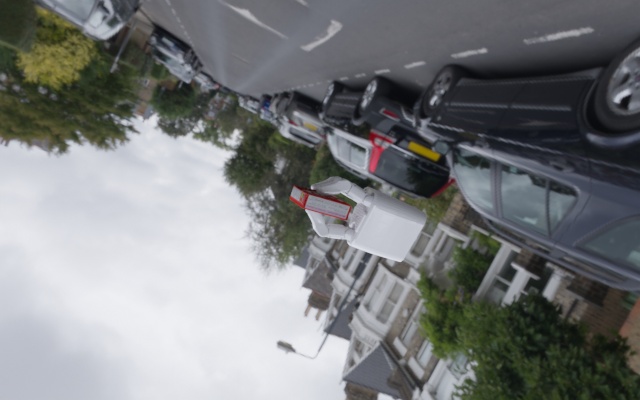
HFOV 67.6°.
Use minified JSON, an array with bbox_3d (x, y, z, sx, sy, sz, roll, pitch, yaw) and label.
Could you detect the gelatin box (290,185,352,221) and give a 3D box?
[{"bbox_3d":[0.000,0.003,0.835,0.089,0.030,0.073,15,7,-25],"label":"gelatin box"}]
